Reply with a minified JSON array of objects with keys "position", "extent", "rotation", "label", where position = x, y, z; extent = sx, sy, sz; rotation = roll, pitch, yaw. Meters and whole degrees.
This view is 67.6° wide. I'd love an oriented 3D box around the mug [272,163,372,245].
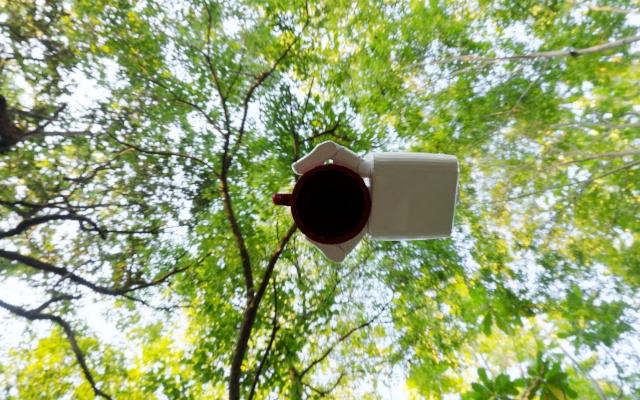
[{"position":[-0.001,0.002,0.583],"extent":[0.117,0.093,0.081],"rotation":[1,3,0],"label":"mug"}]
